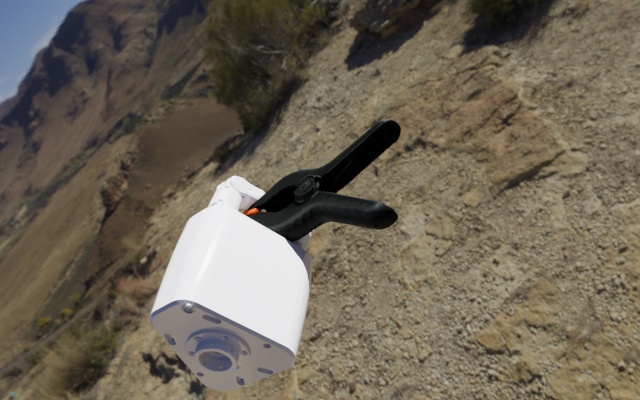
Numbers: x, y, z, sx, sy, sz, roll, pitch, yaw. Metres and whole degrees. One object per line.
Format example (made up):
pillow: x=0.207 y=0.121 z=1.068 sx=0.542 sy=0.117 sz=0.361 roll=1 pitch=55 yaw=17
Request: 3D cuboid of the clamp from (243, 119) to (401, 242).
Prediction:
clamp: x=0.000 y=0.001 z=0.427 sx=0.171 sy=0.039 sz=0.120 roll=-29 pitch=30 yaw=24
